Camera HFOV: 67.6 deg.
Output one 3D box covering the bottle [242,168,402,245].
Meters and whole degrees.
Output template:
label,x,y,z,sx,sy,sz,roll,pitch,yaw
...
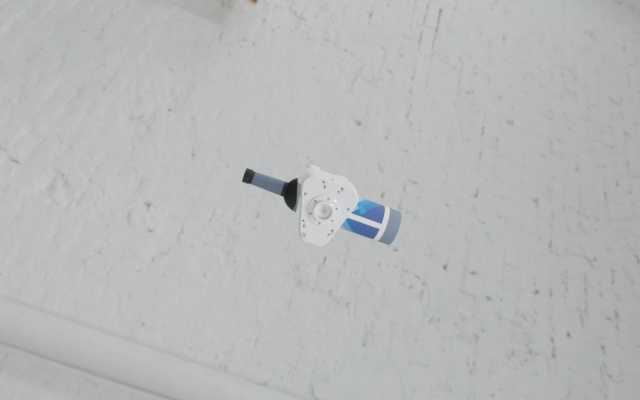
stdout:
label,x,y,z,sx,sy,sz,roll,pitch,yaw
bottle,0.000,0.003,0.877,0.296,0.069,0.069,20,-2,-6
